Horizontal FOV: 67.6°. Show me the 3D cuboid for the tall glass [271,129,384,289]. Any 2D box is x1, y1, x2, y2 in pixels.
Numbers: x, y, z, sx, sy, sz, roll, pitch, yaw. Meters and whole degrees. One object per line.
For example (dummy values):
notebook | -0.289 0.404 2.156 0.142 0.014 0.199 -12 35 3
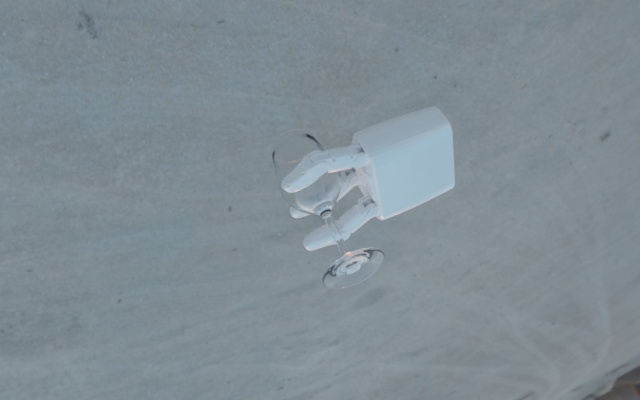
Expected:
tall glass | 0.000 0.002 0.575 0.079 0.201 0.079 -18 -35 -13
